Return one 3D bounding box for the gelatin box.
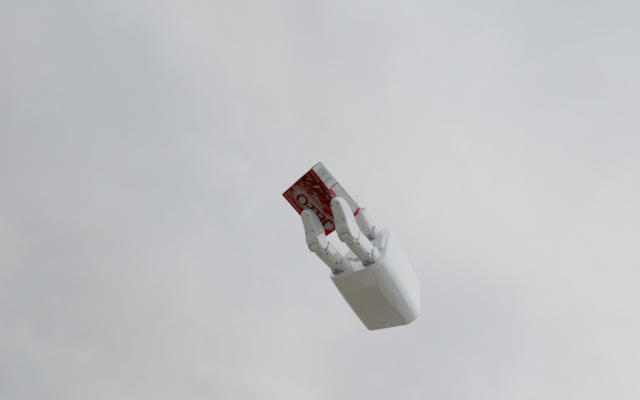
[{"bbox_3d":[0.000,0.002,0.669,0.073,0.089,0.030,-38,3,40],"label":"gelatin box"}]
